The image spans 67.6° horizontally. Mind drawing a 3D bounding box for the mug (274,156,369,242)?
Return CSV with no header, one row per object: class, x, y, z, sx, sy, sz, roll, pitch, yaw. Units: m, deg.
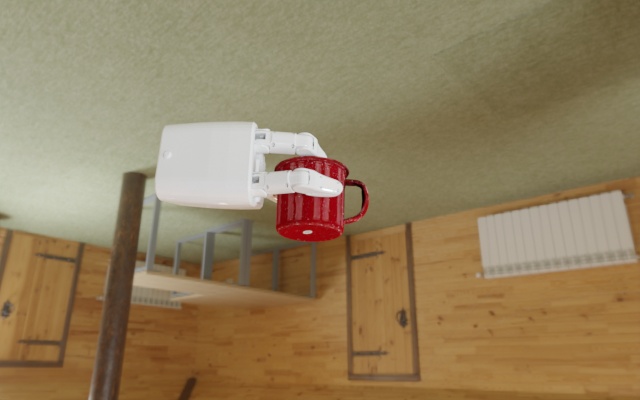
mug,0.002,0.002,0.579,0.117,0.081,0.093,0,-20,4
